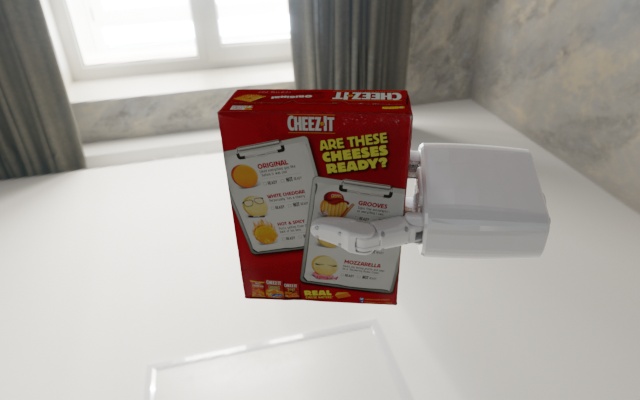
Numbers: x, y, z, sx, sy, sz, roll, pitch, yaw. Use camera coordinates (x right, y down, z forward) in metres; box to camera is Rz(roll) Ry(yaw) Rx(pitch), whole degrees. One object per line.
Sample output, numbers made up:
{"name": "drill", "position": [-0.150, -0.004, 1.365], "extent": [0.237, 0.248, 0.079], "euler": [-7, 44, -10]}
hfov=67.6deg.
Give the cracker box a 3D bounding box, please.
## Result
{"name": "cracker box", "position": [0.000, 0.002, 0.471], "extent": [0.164, 0.214, 0.072], "euler": [2, 32, 5]}
